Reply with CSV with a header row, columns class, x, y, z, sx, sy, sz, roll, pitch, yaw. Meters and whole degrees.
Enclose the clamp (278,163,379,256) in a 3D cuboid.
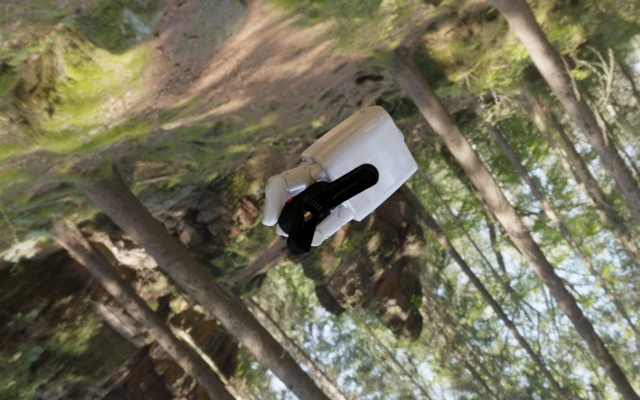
class,x,y,z,sx,sy,sz,roll,pitch,yaw
clamp,0.000,0.002,0.536,0.120,0.039,0.171,-37,14,-6
